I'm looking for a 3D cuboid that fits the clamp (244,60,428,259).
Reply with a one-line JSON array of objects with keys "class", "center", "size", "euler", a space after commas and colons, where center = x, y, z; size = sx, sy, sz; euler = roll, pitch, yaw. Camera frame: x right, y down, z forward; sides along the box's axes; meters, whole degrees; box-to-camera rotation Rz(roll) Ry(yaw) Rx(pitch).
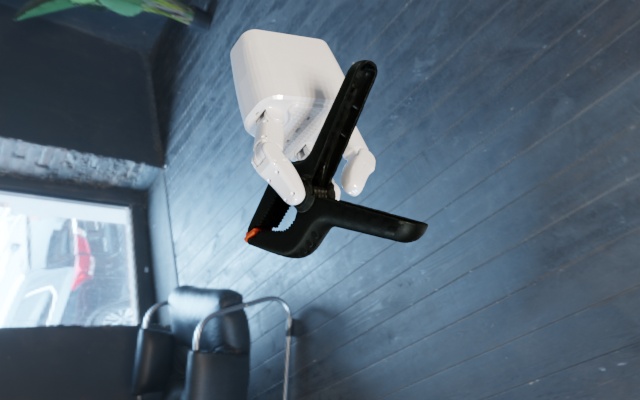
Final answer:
[{"class": "clamp", "center": [-0.001, 0.001, 0.427], "size": [0.036, 0.164, 0.210], "euler": [12, -41, -39]}]
